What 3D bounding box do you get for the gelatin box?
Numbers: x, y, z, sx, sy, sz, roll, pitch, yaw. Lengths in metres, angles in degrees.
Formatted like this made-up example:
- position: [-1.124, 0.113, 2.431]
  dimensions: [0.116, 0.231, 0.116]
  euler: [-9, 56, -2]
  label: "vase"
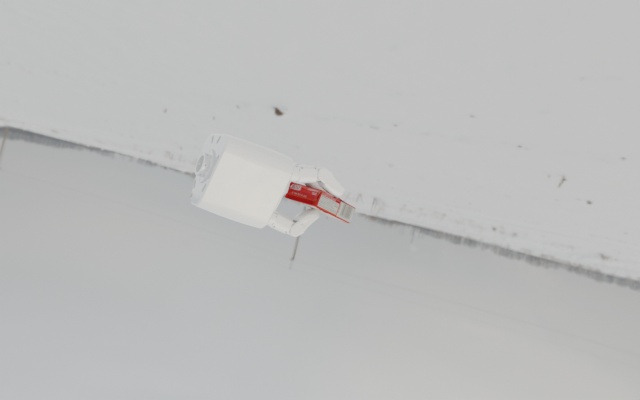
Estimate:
- position: [0.000, 0.003, 0.756]
  dimensions: [0.073, 0.030, 0.089]
  euler: [17, -8, 45]
  label: "gelatin box"
